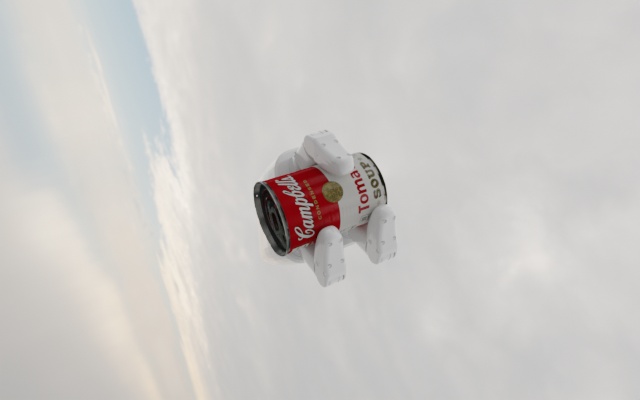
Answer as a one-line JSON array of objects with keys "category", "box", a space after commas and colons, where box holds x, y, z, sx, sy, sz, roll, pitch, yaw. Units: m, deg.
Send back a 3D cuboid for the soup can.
[{"category": "soup can", "box": [0.000, 0.001, 0.429, 0.102, 0.068, 0.068, -19, 7, -23]}]
